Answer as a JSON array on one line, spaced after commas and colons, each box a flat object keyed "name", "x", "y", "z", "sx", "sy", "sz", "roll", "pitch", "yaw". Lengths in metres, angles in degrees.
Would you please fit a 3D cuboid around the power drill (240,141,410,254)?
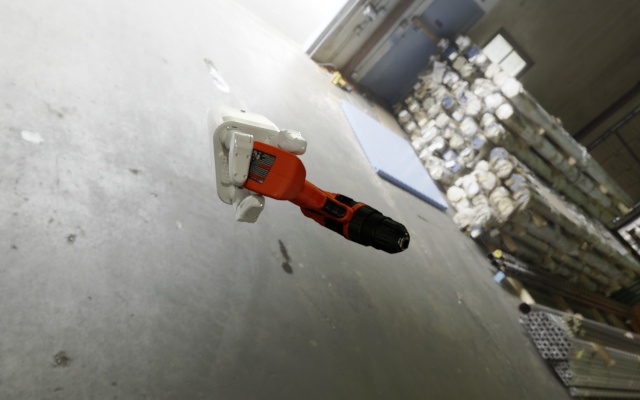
[{"name": "power drill", "x": 0.000, "y": 0.002, "z": 0.583, "sx": 0.184, "sy": 0.057, "sz": 0.188, "roll": 20, "pitch": -9, "yaw": 45}]
